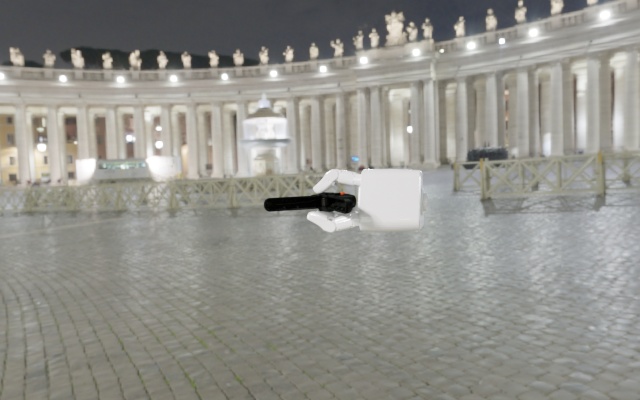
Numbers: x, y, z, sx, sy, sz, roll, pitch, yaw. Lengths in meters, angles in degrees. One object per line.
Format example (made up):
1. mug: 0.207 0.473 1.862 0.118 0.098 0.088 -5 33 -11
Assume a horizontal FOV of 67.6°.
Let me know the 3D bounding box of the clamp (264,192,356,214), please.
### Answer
1. clamp: 0.001 0.002 0.900 0.164 0.036 0.210 1 4 16
